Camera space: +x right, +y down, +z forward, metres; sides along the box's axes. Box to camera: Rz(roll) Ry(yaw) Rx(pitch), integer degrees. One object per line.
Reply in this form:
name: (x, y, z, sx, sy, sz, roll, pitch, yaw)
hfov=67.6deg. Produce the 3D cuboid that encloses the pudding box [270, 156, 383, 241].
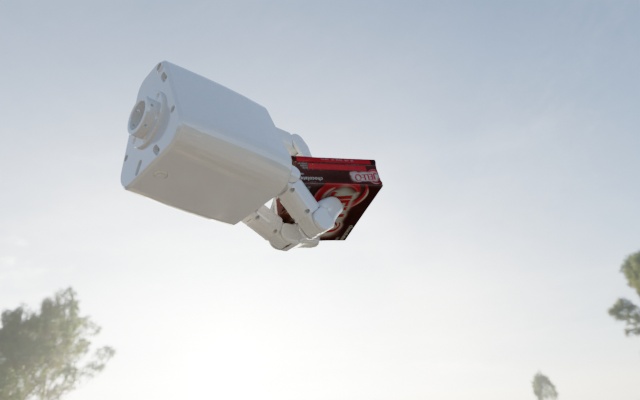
pudding box: (0.000, 0.001, 0.490, 0.090, 0.039, 0.113, 1, -31, -19)
